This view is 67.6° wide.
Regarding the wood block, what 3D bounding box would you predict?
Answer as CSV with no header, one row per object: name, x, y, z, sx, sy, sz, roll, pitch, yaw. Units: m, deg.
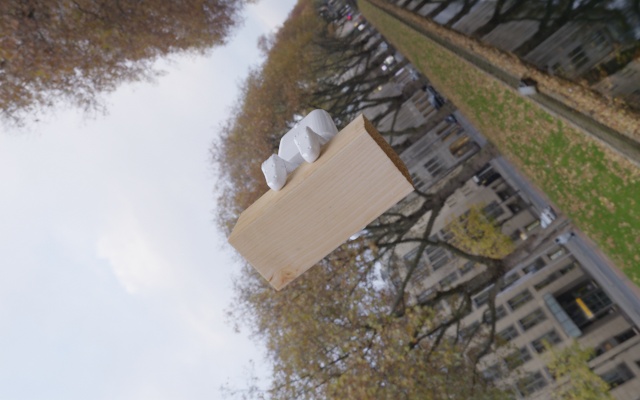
wood block,0.000,0.002,0.578,0.206,0.091,0.090,-39,15,16
